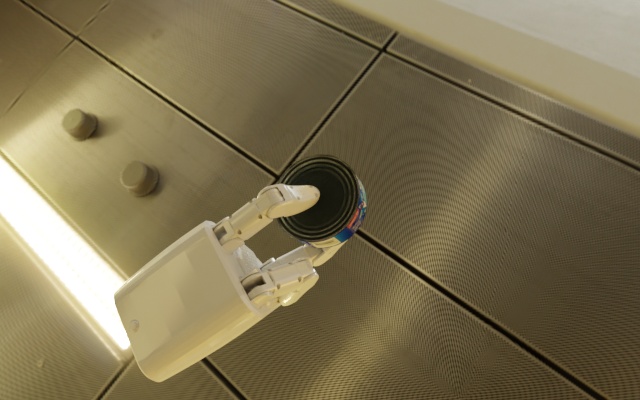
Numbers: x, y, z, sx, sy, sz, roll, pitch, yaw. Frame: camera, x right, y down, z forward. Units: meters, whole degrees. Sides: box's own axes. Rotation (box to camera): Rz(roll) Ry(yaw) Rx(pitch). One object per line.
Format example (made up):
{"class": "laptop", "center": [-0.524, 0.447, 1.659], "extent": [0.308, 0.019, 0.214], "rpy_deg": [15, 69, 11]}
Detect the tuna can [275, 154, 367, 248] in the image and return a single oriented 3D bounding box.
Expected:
{"class": "tuna can", "center": [0.000, 0.002, 0.455], "extent": [0.086, 0.086, 0.034], "rpy_deg": [0, -18, 21]}
